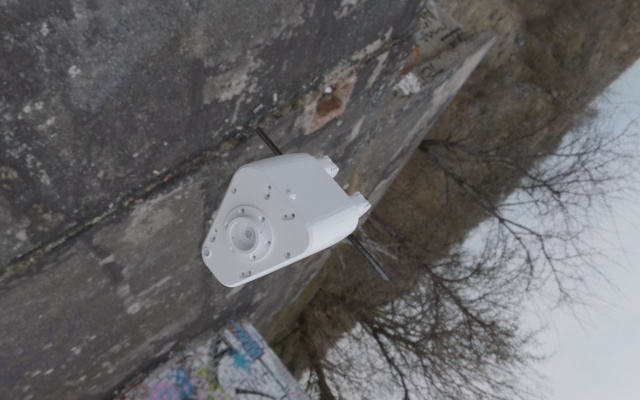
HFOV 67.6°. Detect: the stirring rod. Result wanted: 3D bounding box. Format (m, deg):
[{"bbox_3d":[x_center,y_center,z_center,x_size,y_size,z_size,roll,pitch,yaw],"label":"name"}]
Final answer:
[{"bbox_3d":[0.000,0.002,0.567,0.011,0.239,0.011,-40,-9,-8],"label":"stirring rod"}]
